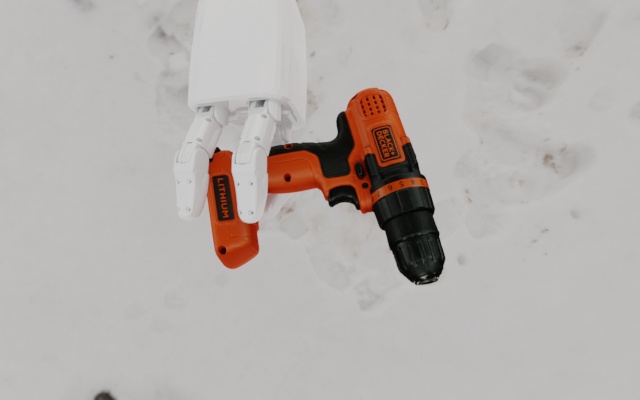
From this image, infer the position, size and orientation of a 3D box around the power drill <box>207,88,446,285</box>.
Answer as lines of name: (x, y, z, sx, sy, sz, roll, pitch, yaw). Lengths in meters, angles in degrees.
power drill: (0.000, 0.001, 0.419, 0.187, 0.184, 0.057, -14, -24, 0)
